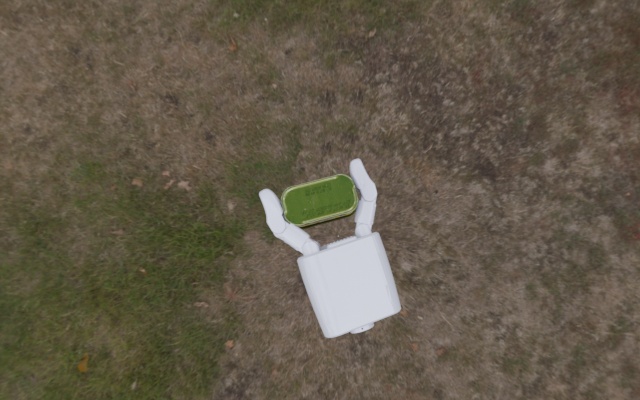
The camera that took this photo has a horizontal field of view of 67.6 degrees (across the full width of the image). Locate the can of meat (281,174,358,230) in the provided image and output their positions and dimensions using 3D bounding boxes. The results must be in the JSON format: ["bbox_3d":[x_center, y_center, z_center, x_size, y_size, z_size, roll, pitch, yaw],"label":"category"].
[{"bbox_3d":[0.000,0.002,0.638,0.102,0.057,0.084,-15,-4,1],"label":"can of meat"}]
